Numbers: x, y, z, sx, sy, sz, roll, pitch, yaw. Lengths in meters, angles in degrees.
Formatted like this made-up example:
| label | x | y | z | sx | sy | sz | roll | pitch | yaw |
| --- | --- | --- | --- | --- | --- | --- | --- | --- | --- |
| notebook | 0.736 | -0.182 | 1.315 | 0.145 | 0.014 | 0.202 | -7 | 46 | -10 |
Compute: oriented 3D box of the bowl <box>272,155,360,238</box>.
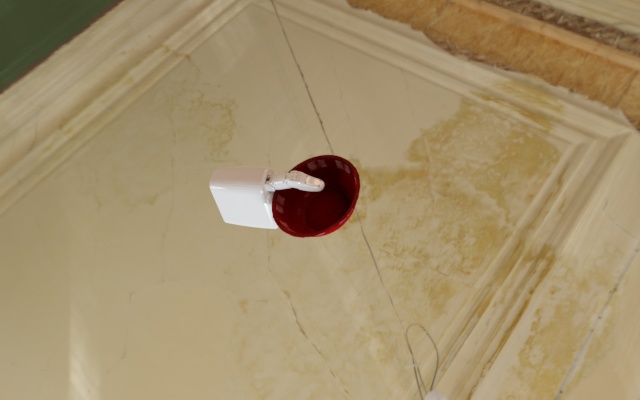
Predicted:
| label | x | y | z | sx | sy | sz | roll | pitch | yaw |
| --- | --- | --- | --- | --- | --- | --- | --- | --- | --- |
| bowl | 0.001 | 0.003 | 0.809 | 0.162 | 0.162 | 0.055 | 0 | -31 | 29 |
